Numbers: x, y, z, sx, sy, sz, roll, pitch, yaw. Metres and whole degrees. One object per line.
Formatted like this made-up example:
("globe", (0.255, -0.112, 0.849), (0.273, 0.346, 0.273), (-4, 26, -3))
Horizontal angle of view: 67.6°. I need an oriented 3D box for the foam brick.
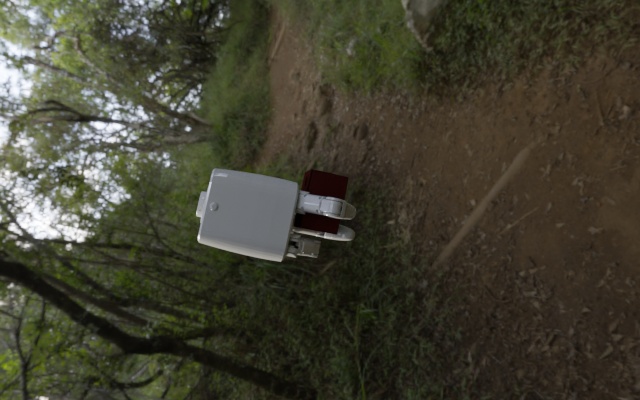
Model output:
("foam brick", (0.000, 0.002, 0.626), (0.051, 0.078, 0.053), (12, -4, -10))
